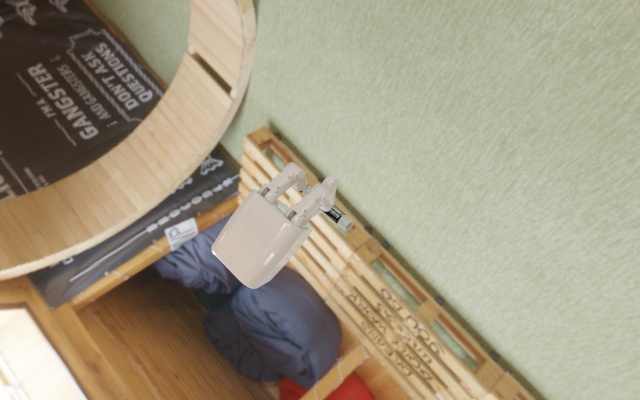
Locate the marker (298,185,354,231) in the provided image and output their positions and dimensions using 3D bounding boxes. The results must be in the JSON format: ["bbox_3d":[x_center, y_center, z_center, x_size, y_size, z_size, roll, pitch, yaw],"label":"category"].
[{"bbox_3d":[0.000,0.002,0.715,0.121,0.020,0.020,40,19,25],"label":"marker"}]
